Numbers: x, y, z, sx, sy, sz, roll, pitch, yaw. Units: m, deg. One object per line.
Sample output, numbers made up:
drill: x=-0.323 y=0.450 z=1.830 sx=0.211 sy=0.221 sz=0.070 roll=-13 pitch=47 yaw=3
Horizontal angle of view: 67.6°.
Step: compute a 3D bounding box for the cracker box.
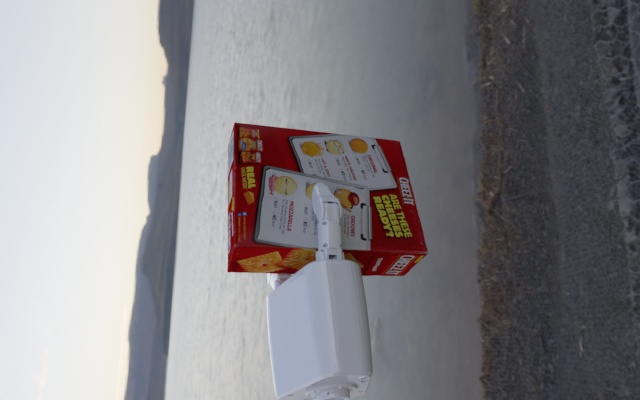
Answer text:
cracker box: x=0.000 y=0.002 z=0.560 sx=0.214 sy=0.164 sz=0.072 roll=4 pitch=-34 yaw=-17
